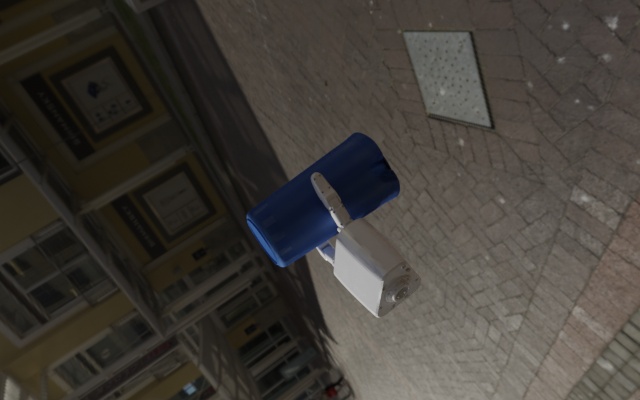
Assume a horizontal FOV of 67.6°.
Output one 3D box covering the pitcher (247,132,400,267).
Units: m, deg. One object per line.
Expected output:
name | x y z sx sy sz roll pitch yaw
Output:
pitcher | 0.000 0.003 0.810 0.243 0.149 0.145 -34 53 -15
